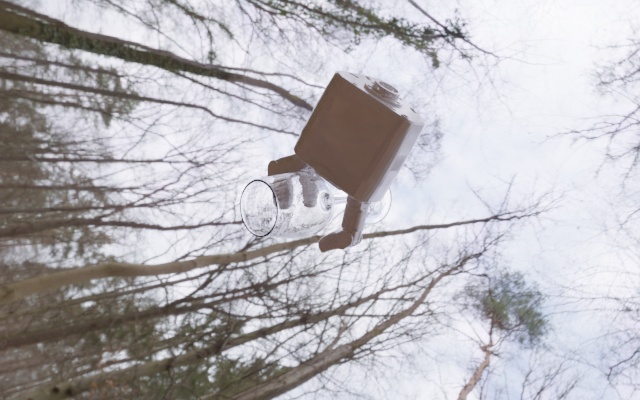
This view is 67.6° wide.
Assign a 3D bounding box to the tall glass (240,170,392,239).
[{"bbox_3d":[0.001,0.002,0.579,0.079,0.079,0.201,0,4,42],"label":"tall glass"}]
